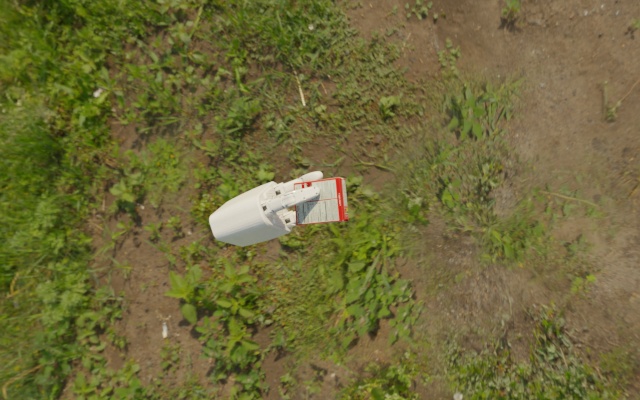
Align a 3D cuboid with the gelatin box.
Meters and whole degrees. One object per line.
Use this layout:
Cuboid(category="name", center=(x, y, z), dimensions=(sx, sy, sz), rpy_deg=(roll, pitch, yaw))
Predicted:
Cuboid(category="gelatin box", center=(0.000, 0.003, 0.808), dimensions=(0.089, 0.073, 0.030), rpy_deg=(-7, -4, 22))
